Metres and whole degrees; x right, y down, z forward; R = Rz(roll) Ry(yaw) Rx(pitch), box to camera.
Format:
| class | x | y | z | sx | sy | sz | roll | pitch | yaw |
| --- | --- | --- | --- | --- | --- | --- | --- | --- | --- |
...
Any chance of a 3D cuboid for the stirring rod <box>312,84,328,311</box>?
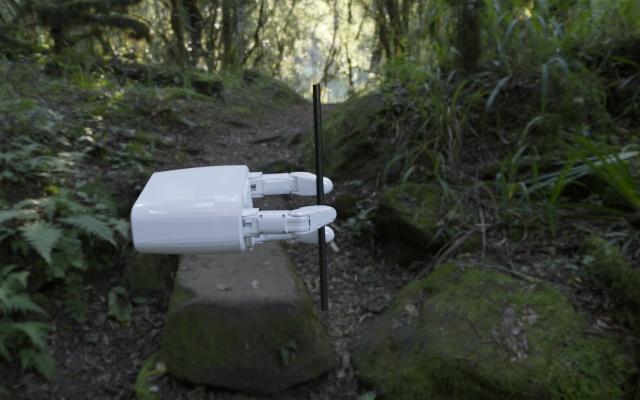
| class | x | y | z | sx | sy | sz | roll | pitch | yaw |
| --- | --- | --- | --- | --- | --- | --- | --- | --- | --- |
| stirring rod | 0.000 | 0.002 | 0.502 | 0.011 | 0.239 | 0.011 | -2 | 11 | 0 |
